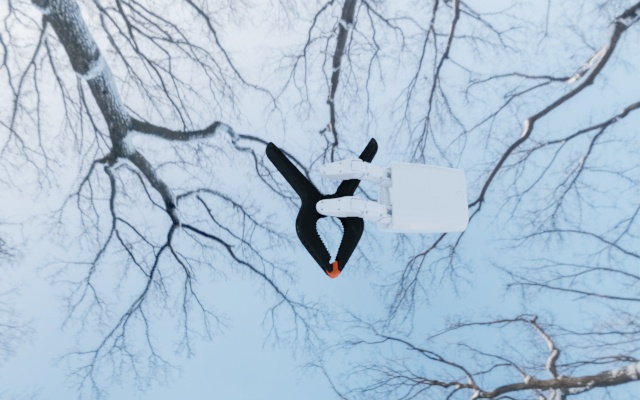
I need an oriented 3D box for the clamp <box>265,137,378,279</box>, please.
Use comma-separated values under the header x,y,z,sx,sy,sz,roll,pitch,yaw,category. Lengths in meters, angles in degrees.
x,y,z,sx,sy,sz,roll,pitch,yaw,category
0.000,0.003,0.669,0.164,0.210,0.036,3,-21,-2,clamp
